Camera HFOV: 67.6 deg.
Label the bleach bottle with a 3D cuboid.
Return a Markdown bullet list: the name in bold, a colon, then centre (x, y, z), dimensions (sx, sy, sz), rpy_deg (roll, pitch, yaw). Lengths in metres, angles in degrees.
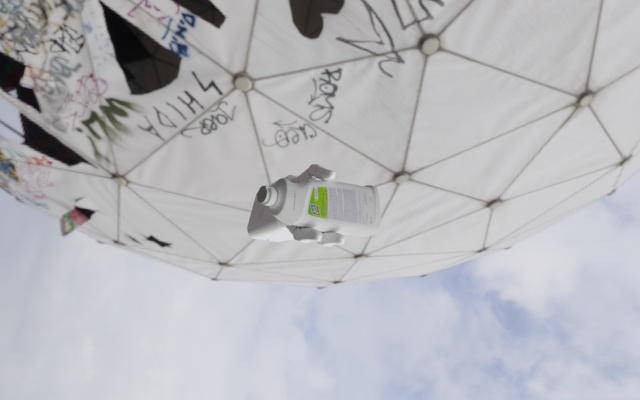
- **bleach bottle**: centre (0.000, 0.003, 0.842), dimensions (0.251, 0.102, 0.068), rpy_deg (12, -23, -40)
